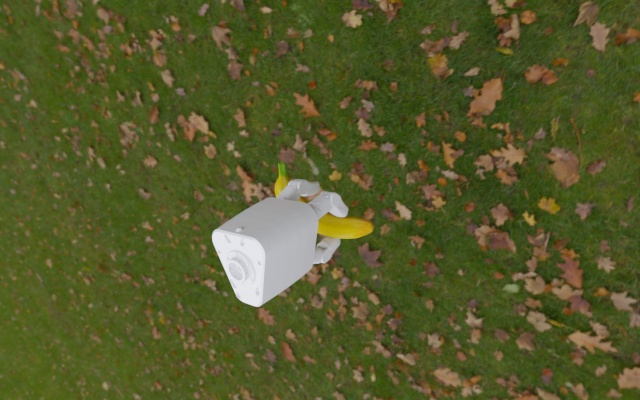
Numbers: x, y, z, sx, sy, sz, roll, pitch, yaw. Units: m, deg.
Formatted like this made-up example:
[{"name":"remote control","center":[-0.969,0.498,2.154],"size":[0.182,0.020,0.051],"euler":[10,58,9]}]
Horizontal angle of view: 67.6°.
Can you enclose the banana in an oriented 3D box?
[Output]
[{"name":"banana","center":[-0.007,0.016,0.754],"size":[0.197,0.070,0.037],"euler":[34,35,23]}]
